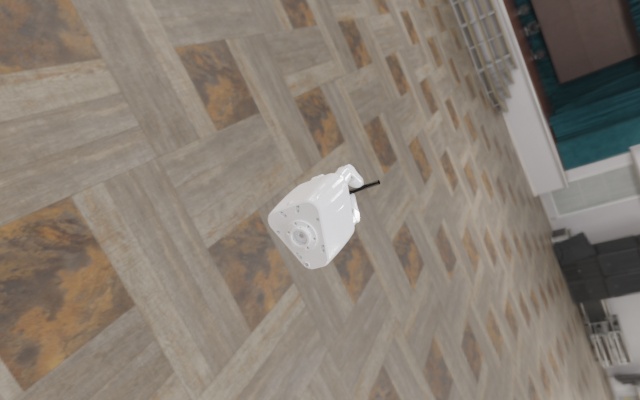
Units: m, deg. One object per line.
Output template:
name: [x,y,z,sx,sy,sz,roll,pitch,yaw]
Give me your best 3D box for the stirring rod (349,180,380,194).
stirring rod: [0.000,0.003,0.864,0.239,0.011,0.011,-19,-10,30]
